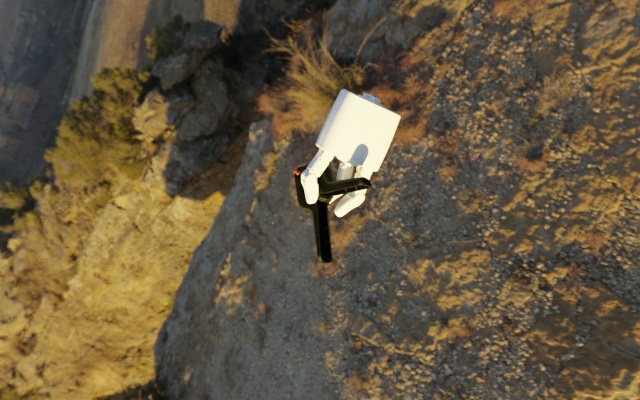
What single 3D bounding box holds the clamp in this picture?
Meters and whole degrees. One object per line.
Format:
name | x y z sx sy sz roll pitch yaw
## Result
clamp | -0.001 0.002 0.857 0.036 0.164 0.210 16 14 -34
